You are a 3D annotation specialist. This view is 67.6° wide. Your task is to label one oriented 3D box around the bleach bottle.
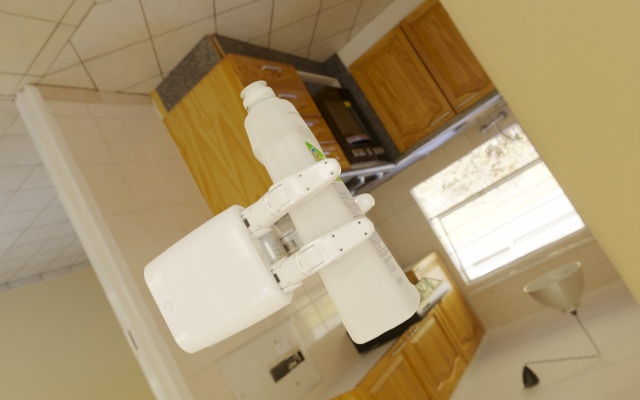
[{"bbox_3d":[0.000,0.001,0.447,0.068,0.251,0.102,-32,-9,9],"label":"bleach bottle"}]
